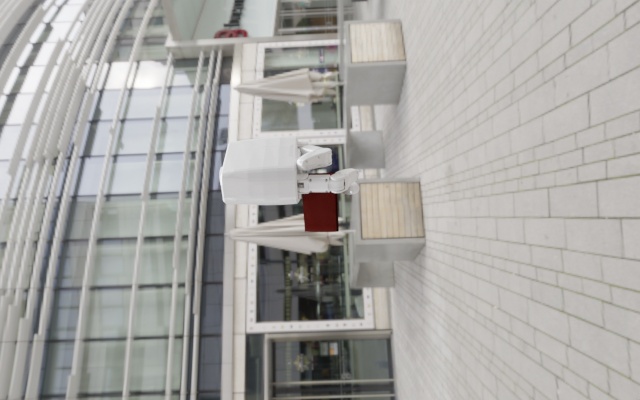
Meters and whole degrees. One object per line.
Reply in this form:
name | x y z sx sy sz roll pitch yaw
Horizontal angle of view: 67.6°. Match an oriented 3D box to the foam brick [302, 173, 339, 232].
foam brick | 0.000 0.003 0.717 0.051 0.078 0.053 -3 22 1
